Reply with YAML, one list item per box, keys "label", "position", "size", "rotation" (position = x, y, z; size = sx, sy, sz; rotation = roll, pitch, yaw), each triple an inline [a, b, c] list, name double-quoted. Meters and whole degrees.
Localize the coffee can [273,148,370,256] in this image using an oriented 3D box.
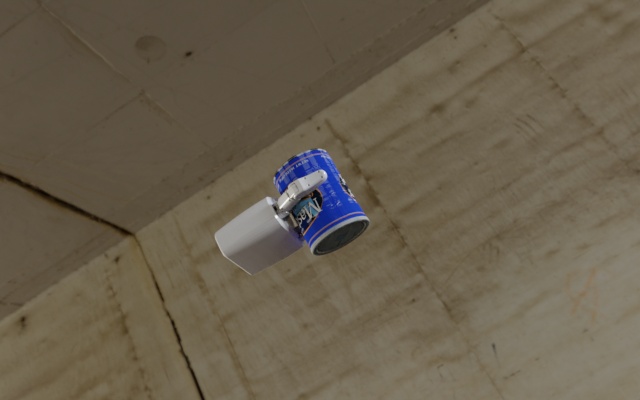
- label: "coffee can"
  position: [0.000, 0.003, 0.767]
  size: [0.103, 0.140, 0.103]
  rotation: [-26, -22, -11]
